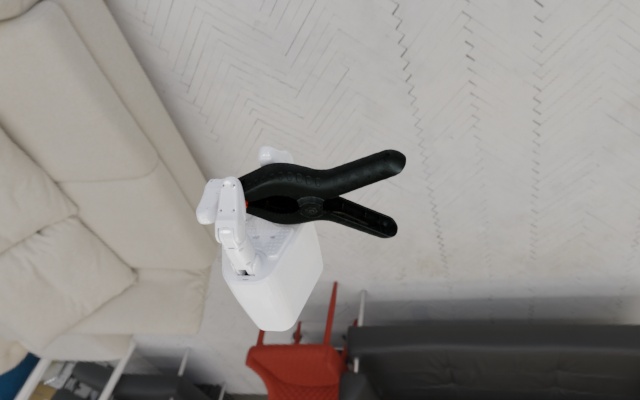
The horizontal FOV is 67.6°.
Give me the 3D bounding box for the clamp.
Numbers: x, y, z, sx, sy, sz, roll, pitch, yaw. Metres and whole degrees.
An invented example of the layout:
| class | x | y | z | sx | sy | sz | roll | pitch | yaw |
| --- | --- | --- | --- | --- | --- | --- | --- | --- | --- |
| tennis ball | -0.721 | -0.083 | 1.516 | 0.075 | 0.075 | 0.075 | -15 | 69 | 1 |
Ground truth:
| class | x | y | z | sx | sy | sz | roll | pitch | yaw |
| --- | --- | --- | --- | --- | --- | --- | --- | --- | --- |
| clamp | 0.000 | 0.002 | 0.462 | 0.171 | 0.039 | 0.120 | -2 | -43 | 14 |
